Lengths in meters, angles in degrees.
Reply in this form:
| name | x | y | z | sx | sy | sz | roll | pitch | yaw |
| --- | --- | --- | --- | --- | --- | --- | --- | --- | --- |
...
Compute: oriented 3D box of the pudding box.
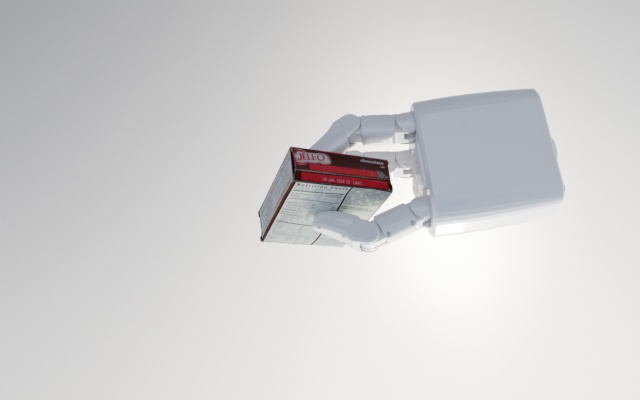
| name | x | y | z | sx | sy | sz | roll | pitch | yaw |
| --- | --- | --- | --- | --- | --- | --- | --- | --- | --- |
| pudding box | 0.000 | 0.002 | 0.432 | 0.090 | 0.039 | 0.113 | 7 | -35 | -20 |
